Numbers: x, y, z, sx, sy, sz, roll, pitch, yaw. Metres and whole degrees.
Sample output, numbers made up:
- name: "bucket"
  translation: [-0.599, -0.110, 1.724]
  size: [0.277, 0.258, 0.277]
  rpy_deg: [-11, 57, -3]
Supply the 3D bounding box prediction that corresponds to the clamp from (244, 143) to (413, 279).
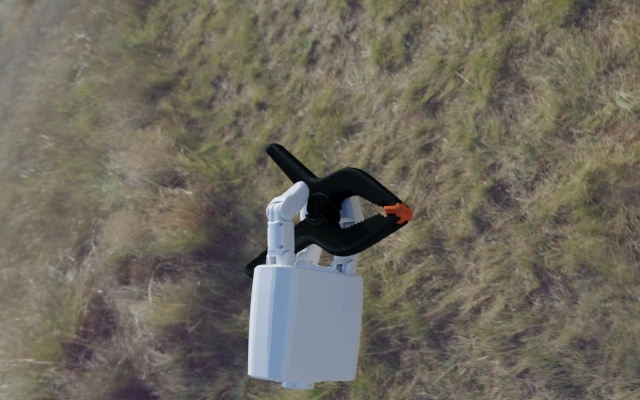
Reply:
- name: "clamp"
  translation: [0.000, 0.002, 0.523]
  size: [0.210, 0.164, 0.036]
  rpy_deg: [-8, -17, 36]
